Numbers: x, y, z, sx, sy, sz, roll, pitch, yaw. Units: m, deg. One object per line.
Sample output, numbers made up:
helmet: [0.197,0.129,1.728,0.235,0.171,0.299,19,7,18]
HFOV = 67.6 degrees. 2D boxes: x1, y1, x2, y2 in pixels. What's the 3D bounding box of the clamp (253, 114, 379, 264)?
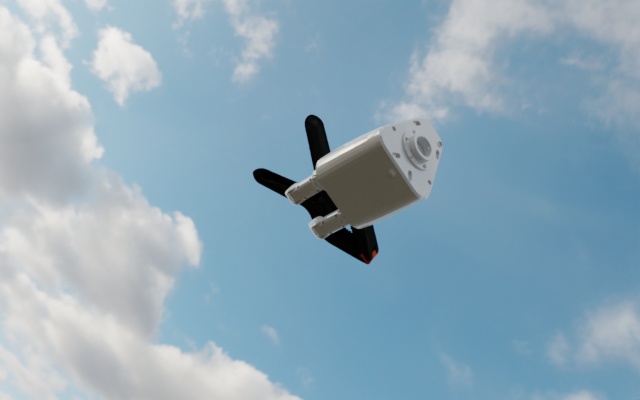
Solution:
clamp: [0.001,0.002,0.659,0.164,0.210,0.036,-26,12,48]
